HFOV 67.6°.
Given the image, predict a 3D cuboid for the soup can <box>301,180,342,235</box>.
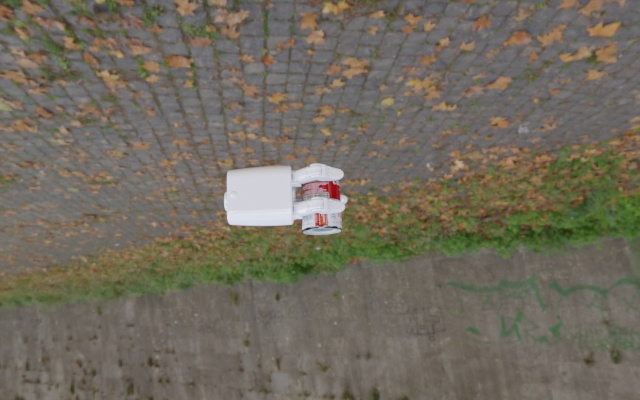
[{"bbox_3d":[0.001,0.003,0.806,0.068,0.102,0.068,-3,-13,-1],"label":"soup can"}]
